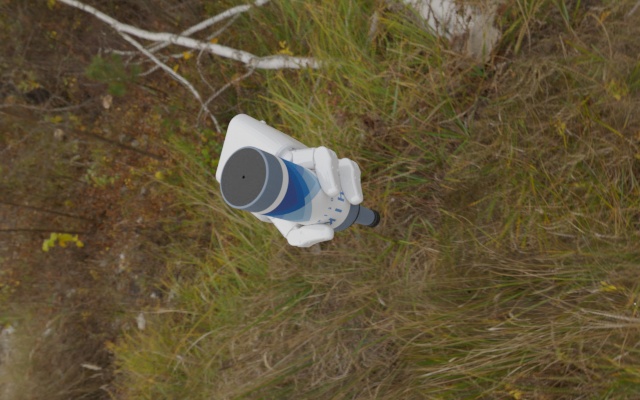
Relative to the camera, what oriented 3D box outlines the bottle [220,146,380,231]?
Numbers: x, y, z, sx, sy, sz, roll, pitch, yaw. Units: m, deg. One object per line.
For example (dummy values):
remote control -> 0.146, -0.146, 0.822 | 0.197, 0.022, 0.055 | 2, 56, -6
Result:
bottle -> 0.000, 0.002, 0.611 | 0.069, 0.069, 0.296 | 0, -10, 33
